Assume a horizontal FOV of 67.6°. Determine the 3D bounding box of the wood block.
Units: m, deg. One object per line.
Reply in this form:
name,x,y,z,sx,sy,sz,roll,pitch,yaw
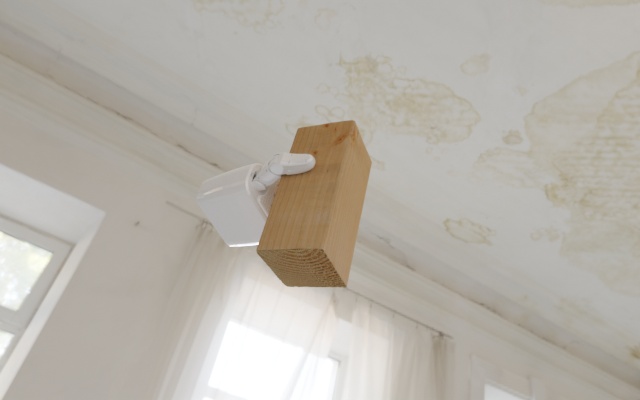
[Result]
wood block,0.000,0.002,0.631,0.090,0.206,0.091,-4,-39,25
